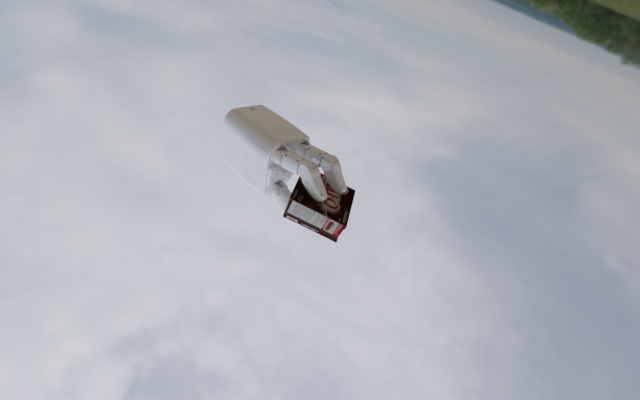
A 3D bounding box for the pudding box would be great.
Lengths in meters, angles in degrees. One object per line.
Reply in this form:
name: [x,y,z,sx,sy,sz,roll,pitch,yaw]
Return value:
pudding box: [0.000,0.002,0.711,0.090,0.039,0.113,26,33,-4]
